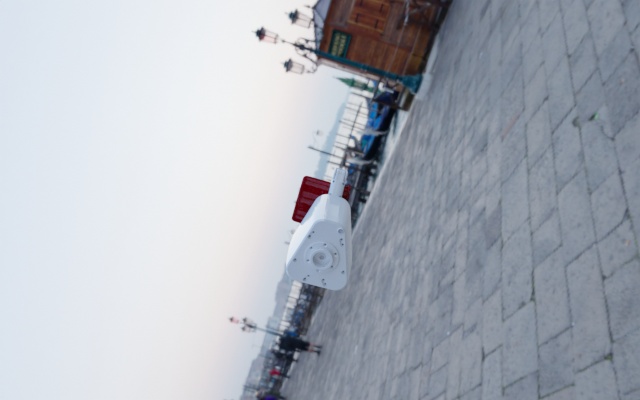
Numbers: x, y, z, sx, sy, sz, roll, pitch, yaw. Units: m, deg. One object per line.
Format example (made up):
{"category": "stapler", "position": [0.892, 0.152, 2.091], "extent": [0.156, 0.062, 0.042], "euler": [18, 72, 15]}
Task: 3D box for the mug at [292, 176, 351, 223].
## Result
{"category": "mug", "position": [0.000, 0.002, 0.825], "extent": [0.081, 0.093, 0.117], "euler": [16, 18, -2]}
